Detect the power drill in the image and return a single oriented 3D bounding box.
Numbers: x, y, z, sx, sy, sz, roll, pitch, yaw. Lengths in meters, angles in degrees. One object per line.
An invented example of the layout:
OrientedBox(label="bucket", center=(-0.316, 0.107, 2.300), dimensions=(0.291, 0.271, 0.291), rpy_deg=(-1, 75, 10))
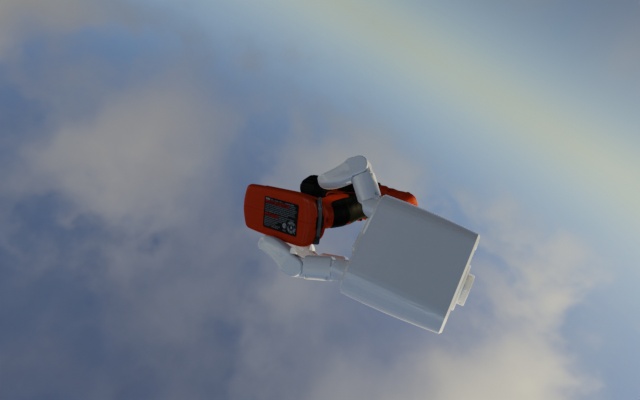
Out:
OrientedBox(label="power drill", center=(0.000, 0.002, 0.588), dimensions=(0.184, 0.057, 0.187), rpy_deg=(12, 15, 40))
